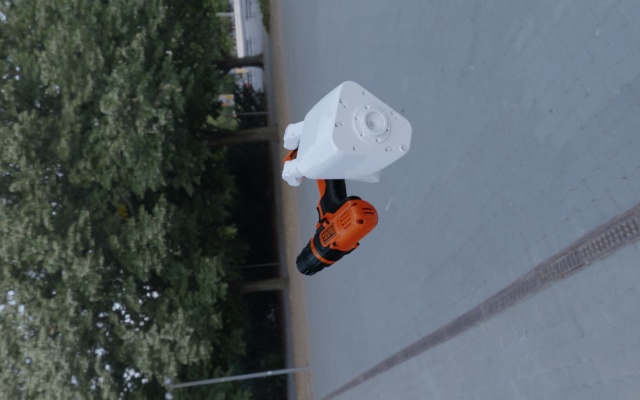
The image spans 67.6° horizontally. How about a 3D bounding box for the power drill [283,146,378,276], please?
[{"bbox_3d":[0.000,0.002,0.719,0.057,0.187,0.184,1,-31,-37],"label":"power drill"}]
